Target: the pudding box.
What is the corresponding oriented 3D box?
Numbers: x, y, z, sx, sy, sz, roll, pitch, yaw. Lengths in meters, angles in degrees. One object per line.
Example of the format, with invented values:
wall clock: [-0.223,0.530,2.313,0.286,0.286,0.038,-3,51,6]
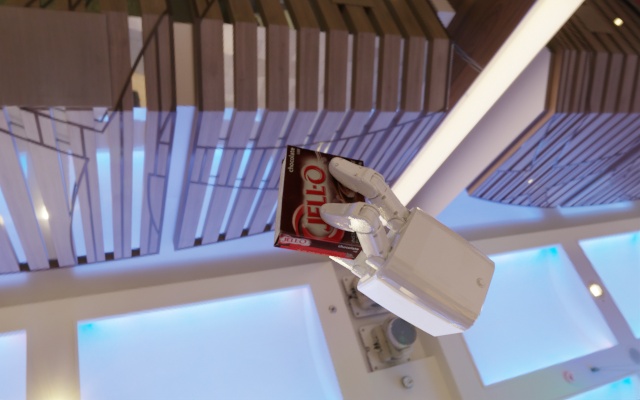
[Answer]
pudding box: [0.000,0.002,0.508,0.090,0.113,0.039,11,-36,-14]
